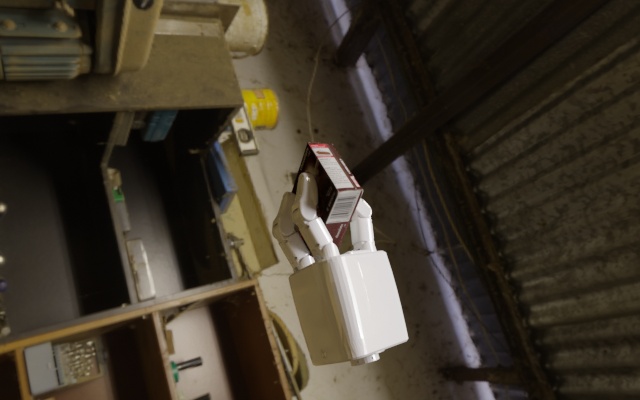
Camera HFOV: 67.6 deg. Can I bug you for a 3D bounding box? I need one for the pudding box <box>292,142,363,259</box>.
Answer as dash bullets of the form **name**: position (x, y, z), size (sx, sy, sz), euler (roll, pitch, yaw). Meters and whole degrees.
- **pudding box**: position (0.000, 0.002, 0.567), size (0.039, 0.114, 0.090), euler (-2, 43, -30)
